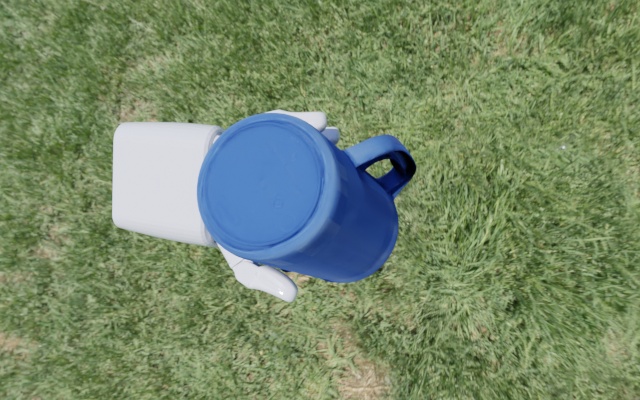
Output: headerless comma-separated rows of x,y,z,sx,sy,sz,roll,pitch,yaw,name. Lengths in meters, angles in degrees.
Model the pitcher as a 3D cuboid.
0.000,0.001,0.441,0.145,0.149,0.243,9,-7,17,pitcher
